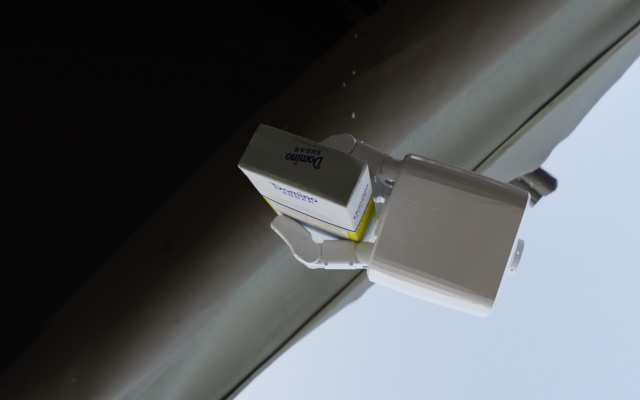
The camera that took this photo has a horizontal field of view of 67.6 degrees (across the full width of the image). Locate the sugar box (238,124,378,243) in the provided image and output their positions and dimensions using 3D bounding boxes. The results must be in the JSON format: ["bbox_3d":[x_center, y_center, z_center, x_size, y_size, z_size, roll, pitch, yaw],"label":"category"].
[{"bbox_3d":[0.000,0.001,0.428,0.093,0.048,0.176,21,-17,16],"label":"sugar box"}]
